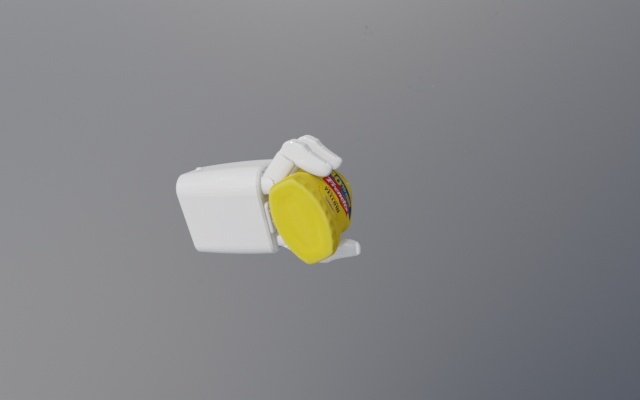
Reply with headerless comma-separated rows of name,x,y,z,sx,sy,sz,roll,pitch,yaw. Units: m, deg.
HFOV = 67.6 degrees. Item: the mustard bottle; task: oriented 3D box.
mustard bottle,0.000,0.002,0.583,0.058,0.096,0.191,-28,6,18
